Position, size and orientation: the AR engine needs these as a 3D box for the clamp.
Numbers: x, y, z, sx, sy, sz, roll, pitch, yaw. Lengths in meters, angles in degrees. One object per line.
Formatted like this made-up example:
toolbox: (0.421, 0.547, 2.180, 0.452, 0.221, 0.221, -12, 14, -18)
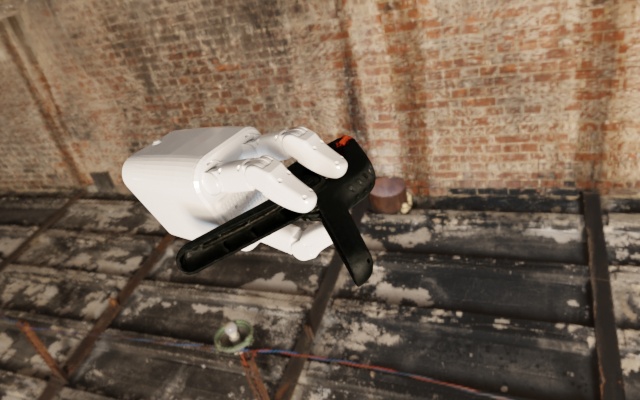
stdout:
clamp: (0.000, 0.002, 0.412, 0.164, 0.036, 0.210, 4, 34, 32)
